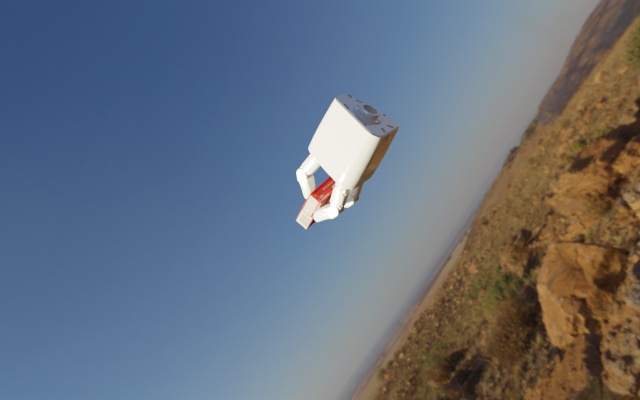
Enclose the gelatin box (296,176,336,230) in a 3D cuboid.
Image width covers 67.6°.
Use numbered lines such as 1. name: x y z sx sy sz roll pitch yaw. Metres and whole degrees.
1. gelatin box: 0.000 0.003 0.863 0.073 0.030 0.089 -41 -13 -39
